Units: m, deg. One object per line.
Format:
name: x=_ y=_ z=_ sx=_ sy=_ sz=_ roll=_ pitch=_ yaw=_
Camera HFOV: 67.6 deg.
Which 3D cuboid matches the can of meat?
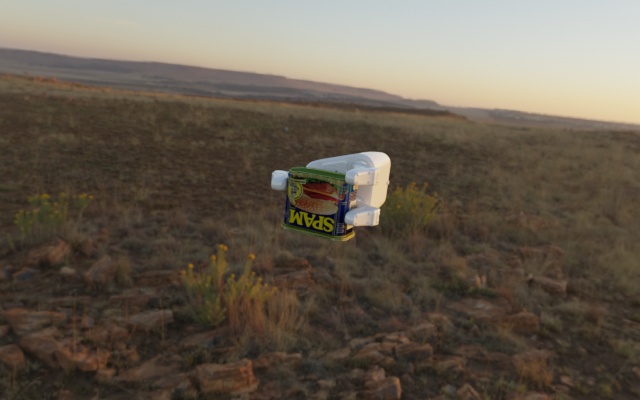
can of meat: x=0.000 y=0.002 z=0.664 sx=0.102 sy=0.084 sz=0.057 roll=12 pitch=14 yaw=25
